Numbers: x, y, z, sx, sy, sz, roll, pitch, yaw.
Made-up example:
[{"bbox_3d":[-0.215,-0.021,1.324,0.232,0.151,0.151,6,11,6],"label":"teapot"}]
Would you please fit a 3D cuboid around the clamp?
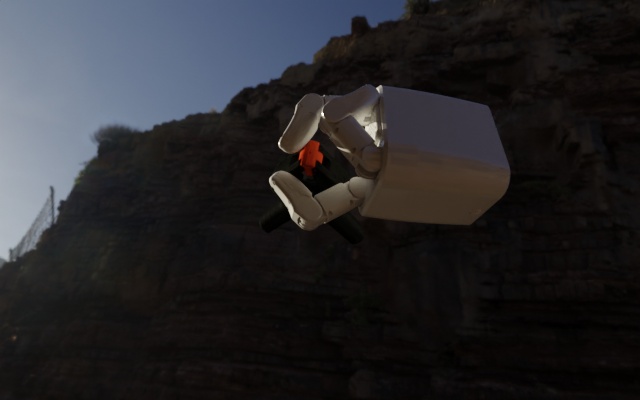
[{"bbox_3d":[0.000,0.001,0.491,0.120,0.039,0.171,6,-25,-7],"label":"clamp"}]
